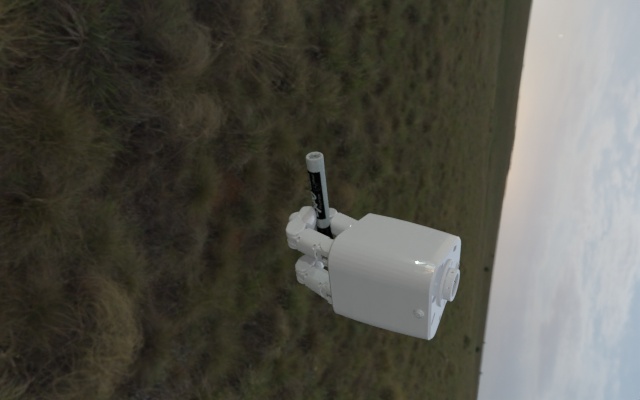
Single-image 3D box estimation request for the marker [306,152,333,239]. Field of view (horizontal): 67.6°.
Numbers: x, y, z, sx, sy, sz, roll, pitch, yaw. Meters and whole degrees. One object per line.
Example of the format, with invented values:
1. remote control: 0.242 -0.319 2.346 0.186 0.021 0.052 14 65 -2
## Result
1. marker: 0.000 0.002 0.543 0.020 0.121 0.020 -5 34 3
